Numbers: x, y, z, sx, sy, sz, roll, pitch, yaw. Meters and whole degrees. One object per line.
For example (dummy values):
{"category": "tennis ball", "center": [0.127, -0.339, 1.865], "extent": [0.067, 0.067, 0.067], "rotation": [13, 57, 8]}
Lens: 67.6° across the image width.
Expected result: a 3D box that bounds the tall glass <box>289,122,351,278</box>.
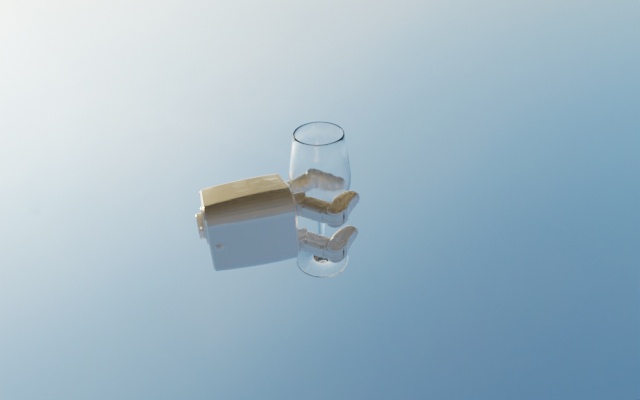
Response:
{"category": "tall glass", "center": [0.000, 0.003, 0.620], "extent": [0.079, 0.201, 0.079], "rotation": [-1, 35, 1]}
